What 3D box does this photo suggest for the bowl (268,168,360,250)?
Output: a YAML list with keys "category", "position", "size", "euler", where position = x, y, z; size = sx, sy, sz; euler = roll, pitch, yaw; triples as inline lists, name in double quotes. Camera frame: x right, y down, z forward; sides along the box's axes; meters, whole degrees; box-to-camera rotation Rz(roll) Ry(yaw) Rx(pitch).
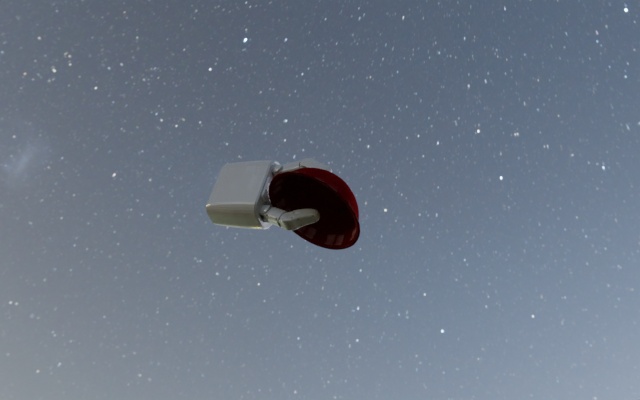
- category: "bowl"
  position: [0.002, 0.003, 0.750]
  size: [0.162, 0.162, 0.055]
  euler: [0, 41, 40]
